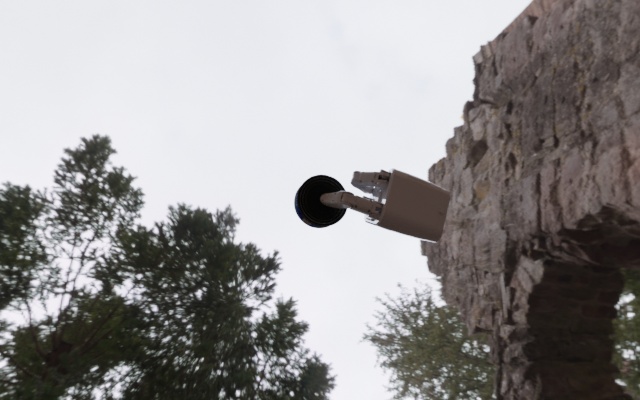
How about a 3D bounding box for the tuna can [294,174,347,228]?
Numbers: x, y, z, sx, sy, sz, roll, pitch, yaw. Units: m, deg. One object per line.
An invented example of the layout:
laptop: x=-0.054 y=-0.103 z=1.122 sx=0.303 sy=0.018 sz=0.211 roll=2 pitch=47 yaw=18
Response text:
tuna can: x=0.000 y=0.003 z=0.786 sx=0.086 sy=0.086 sz=0.034 roll=0 pitch=-10 yaw=-15
